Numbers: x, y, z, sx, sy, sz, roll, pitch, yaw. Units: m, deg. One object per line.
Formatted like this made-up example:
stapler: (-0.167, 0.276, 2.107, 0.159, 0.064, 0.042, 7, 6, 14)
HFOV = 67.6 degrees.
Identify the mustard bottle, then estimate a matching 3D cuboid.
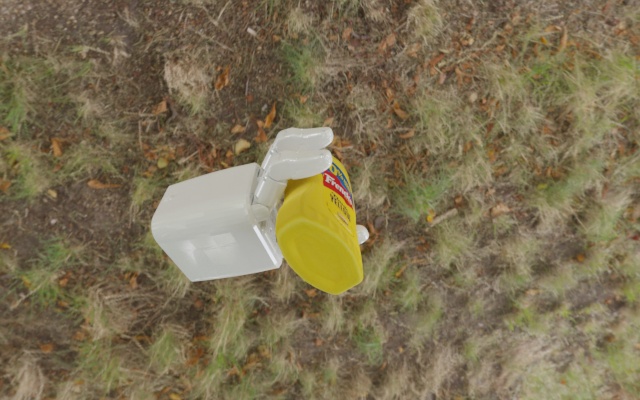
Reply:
mustard bottle: (0.000, 0.002, 0.498, 0.058, 0.096, 0.191, -34, 27, 19)
